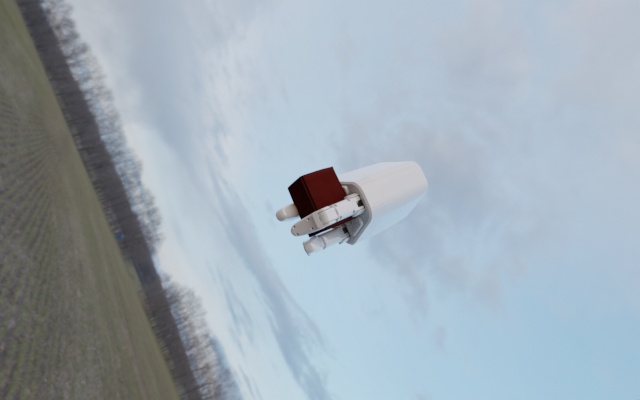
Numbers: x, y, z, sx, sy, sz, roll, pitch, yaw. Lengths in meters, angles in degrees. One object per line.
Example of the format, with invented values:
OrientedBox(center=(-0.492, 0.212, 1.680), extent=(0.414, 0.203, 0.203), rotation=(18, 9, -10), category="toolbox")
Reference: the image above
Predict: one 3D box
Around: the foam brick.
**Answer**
OrientedBox(center=(0.000, 0.002, 0.638), extent=(0.051, 0.078, 0.053), rotation=(-23, -4, -28), category="foam brick")
